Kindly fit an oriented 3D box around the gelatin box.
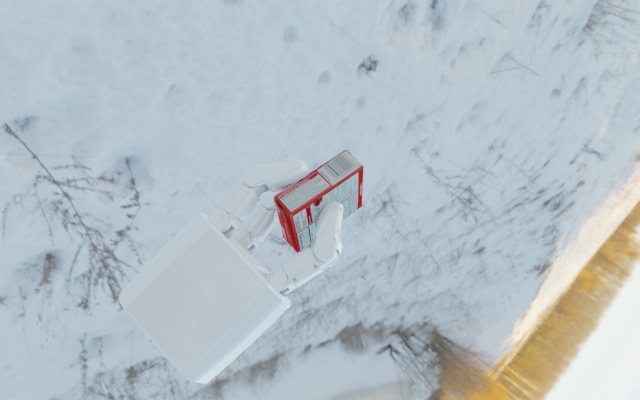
[{"bbox_3d":[0.001,0.002,0.468,0.089,0.030,0.073,-34,-29,-17],"label":"gelatin box"}]
